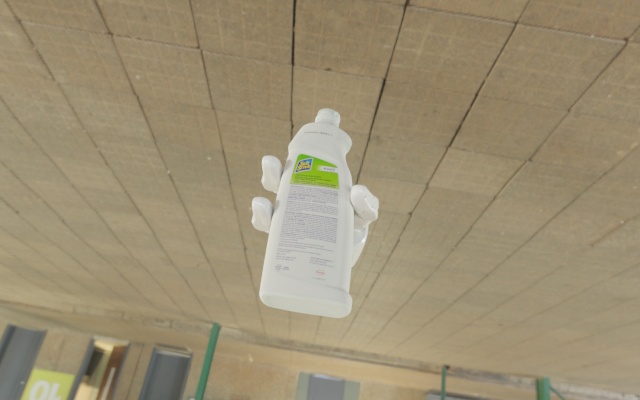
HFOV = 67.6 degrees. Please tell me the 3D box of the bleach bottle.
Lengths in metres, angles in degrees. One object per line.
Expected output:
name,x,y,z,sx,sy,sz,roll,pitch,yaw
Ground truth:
bleach bottle,0.000,0.002,0.560,0.102,0.250,0.068,9,-26,2
